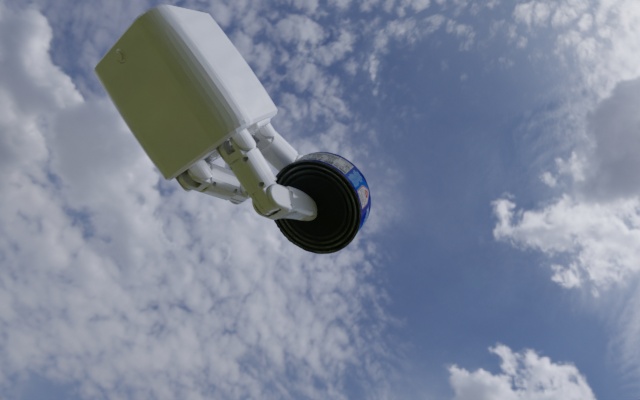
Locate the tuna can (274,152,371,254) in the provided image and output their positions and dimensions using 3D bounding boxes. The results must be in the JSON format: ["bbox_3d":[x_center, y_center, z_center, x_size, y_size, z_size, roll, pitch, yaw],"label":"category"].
[{"bbox_3d":[0.000,0.001,0.420,0.086,0.086,0.033,0,21,25],"label":"tuna can"}]
